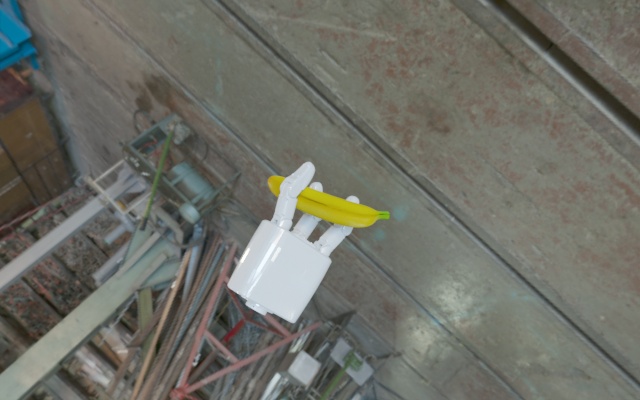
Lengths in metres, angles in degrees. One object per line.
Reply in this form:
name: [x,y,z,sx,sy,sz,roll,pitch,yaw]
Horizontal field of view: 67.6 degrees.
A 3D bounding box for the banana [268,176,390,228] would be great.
banana: [-0.003,0.003,0.687,0.198,0.037,0.069,20,6,19]
